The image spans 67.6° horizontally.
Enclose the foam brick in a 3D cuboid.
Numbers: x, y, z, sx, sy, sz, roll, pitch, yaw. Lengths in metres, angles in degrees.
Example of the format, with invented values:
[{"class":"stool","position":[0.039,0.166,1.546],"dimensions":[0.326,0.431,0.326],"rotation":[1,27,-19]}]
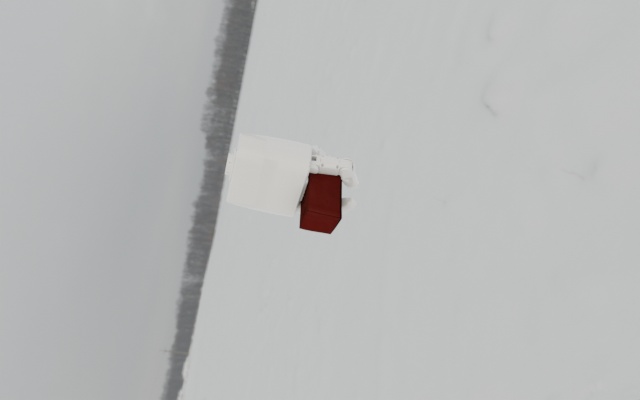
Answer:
[{"class":"foam brick","position":[0.000,0.003,0.708],"dimensions":[0.051,0.078,0.053],"rotation":[11,-35,-13]}]
